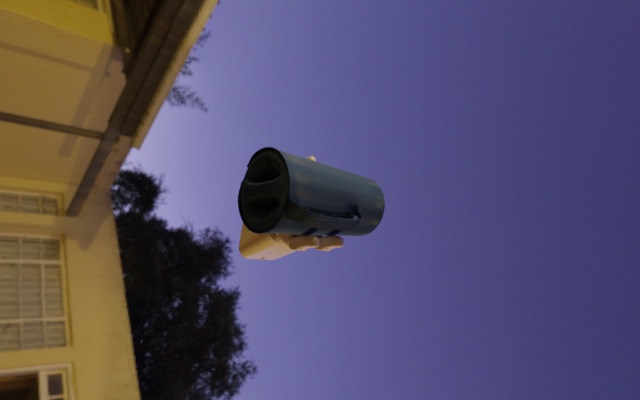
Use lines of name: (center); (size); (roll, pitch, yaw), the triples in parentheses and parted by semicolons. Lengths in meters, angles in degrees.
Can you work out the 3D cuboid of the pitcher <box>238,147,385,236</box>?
pitcher: (0.000, 0.003, 0.795); (0.243, 0.149, 0.145); (9, -29, -42)
